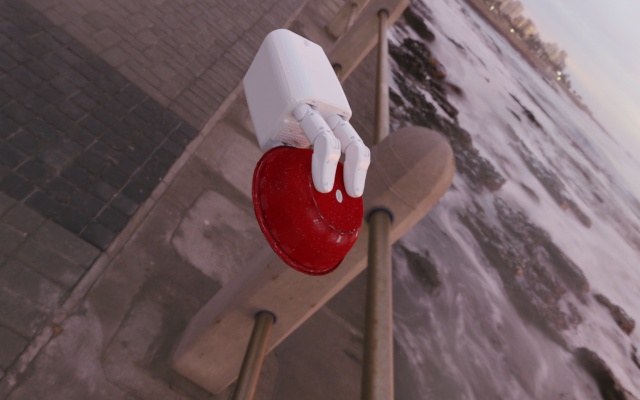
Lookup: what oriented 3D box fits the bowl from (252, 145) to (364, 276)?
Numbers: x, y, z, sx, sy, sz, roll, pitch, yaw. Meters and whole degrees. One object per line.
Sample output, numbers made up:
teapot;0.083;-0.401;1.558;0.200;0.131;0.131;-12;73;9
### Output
bowl;0.001;0.003;0.546;0.055;0.162;0.162;-23;-15;37
